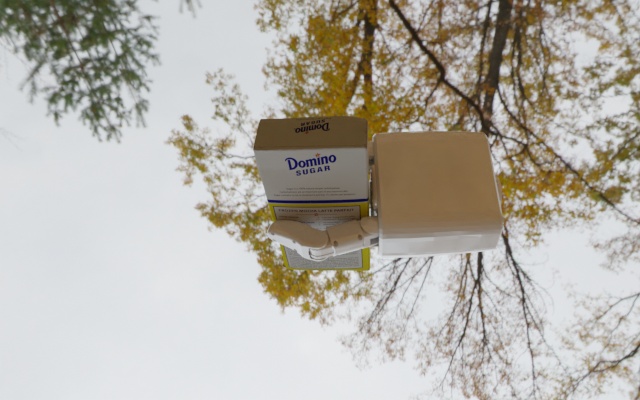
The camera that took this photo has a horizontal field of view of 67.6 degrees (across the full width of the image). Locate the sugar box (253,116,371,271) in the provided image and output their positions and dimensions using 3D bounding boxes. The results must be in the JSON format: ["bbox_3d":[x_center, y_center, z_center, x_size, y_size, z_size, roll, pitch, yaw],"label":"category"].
[{"bbox_3d":[0.000,0.001,0.448,0.093,0.048,0.176,0,-43,6],"label":"sugar box"}]
